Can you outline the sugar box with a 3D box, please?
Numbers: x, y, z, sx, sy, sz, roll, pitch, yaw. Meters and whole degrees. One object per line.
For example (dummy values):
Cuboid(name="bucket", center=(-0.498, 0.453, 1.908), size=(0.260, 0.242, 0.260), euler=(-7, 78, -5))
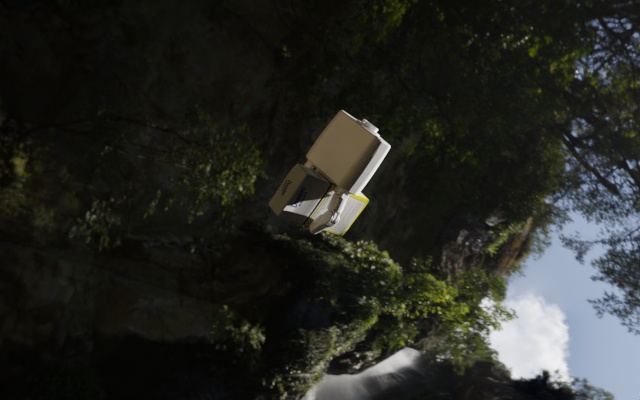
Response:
Cuboid(name="sugar box", center=(0.000, 0.002, 0.863), size=(0.176, 0.093, 0.048), euler=(23, 18, -44))
